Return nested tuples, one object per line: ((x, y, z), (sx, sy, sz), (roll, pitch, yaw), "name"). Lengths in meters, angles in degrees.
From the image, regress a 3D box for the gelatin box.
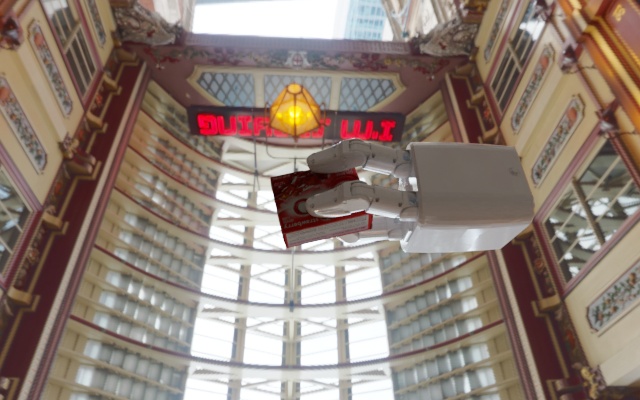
((0.000, 0.002, 0.474), (0.089, 0.073, 0.030), (-13, -38, -5), "gelatin box")
